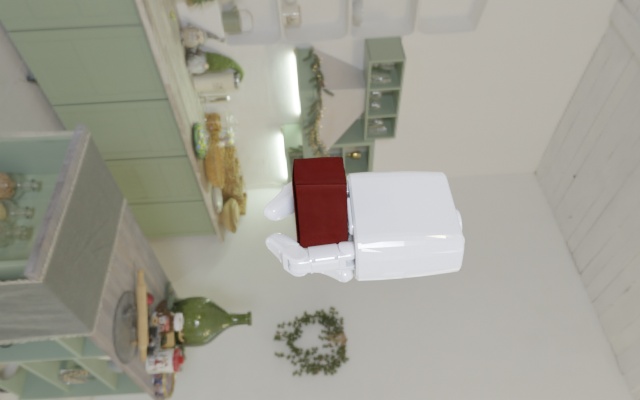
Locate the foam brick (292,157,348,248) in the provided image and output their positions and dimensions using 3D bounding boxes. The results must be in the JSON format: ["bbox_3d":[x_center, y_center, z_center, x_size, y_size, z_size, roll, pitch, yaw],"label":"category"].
[{"bbox_3d":[0.000,0.001,0.479,0.051,0.078,0.053,-3,35,0],"label":"foam brick"}]
